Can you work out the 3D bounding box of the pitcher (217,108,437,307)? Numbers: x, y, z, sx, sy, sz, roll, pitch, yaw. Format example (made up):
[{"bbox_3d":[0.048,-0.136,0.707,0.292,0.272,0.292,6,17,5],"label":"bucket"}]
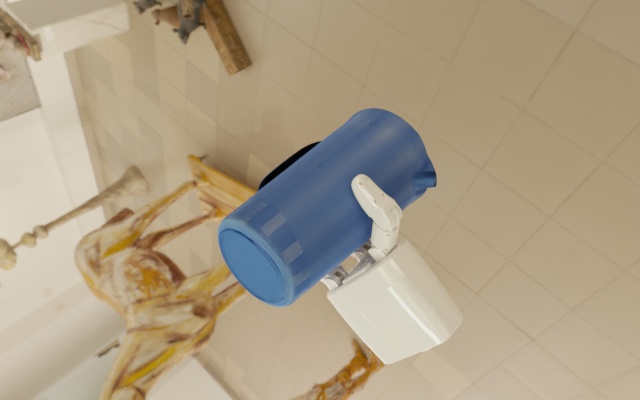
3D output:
[{"bbox_3d":[0.000,0.002,0.541,0.242,0.145,0.149,-38,-1,-35],"label":"pitcher"}]
